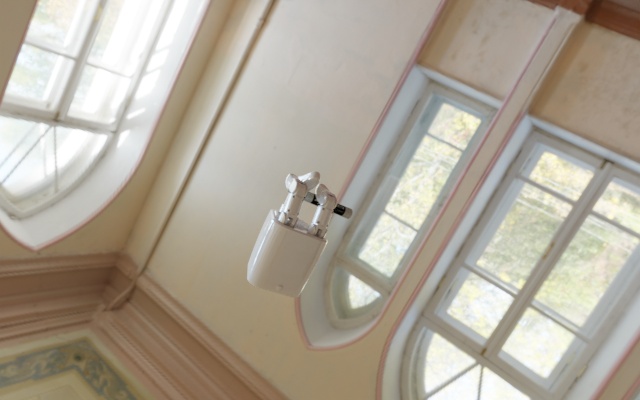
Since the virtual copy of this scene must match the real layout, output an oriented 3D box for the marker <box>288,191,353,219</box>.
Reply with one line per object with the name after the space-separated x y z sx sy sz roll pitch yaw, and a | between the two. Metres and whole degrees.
0.000 0.003 0.791 0.121 0.020 0.020 23 -11 -27 | marker
